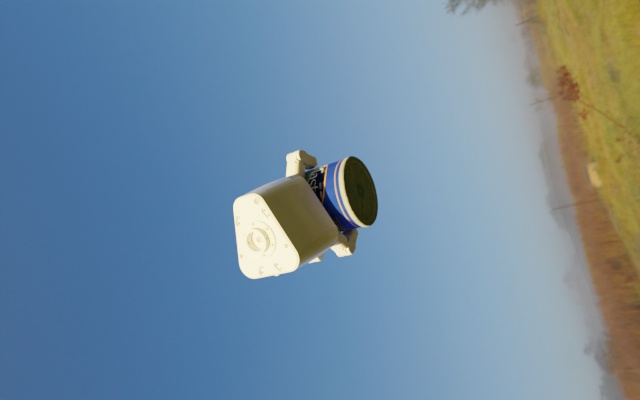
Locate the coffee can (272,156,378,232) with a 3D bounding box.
[{"bbox_3d":[0.000,0.002,0.711,0.140,0.103,0.103,-15,-8,30],"label":"coffee can"}]
